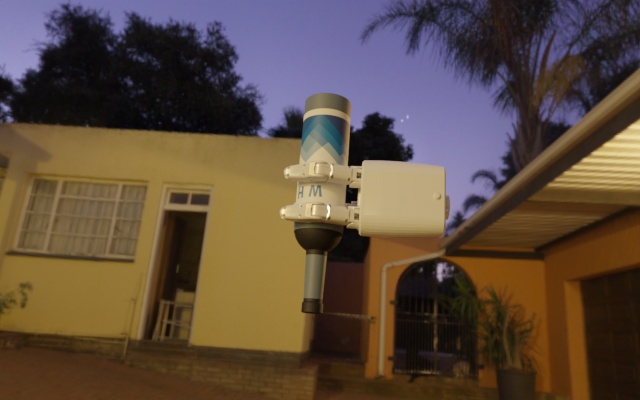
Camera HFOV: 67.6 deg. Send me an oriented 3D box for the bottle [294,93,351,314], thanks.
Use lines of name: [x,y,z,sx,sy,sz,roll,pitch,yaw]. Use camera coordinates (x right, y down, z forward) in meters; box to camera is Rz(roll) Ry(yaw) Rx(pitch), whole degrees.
bottle: [0.000,0.002,0.646,0.069,0.295,0.069,4,-16,1]
